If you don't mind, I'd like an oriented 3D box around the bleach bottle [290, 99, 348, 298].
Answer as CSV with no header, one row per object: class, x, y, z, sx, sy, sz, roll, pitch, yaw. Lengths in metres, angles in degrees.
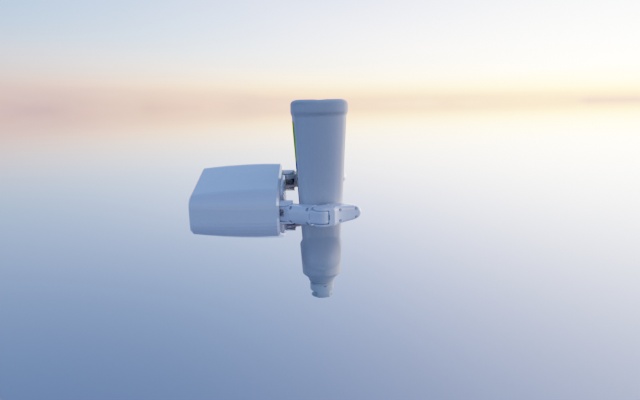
bleach bottle,0.000,0.002,0.596,0.068,0.251,0.102,-1,11,-1
